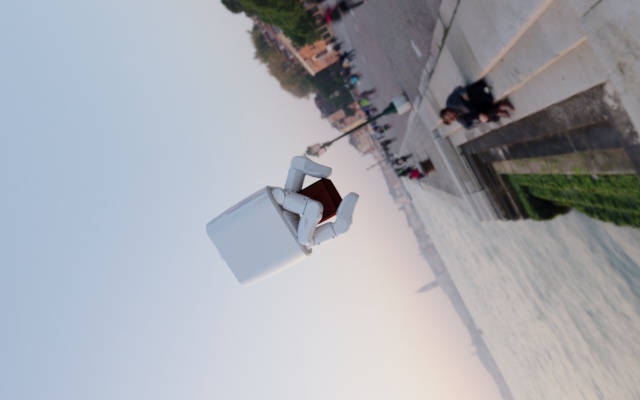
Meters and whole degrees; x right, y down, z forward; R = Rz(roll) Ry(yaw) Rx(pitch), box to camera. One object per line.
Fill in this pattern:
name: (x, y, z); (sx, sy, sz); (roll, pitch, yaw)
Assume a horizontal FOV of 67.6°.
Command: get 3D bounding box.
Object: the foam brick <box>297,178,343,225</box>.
foam brick: (0.000, 0.002, 0.695); (0.051, 0.053, 0.078); (-30, -6, 10)
